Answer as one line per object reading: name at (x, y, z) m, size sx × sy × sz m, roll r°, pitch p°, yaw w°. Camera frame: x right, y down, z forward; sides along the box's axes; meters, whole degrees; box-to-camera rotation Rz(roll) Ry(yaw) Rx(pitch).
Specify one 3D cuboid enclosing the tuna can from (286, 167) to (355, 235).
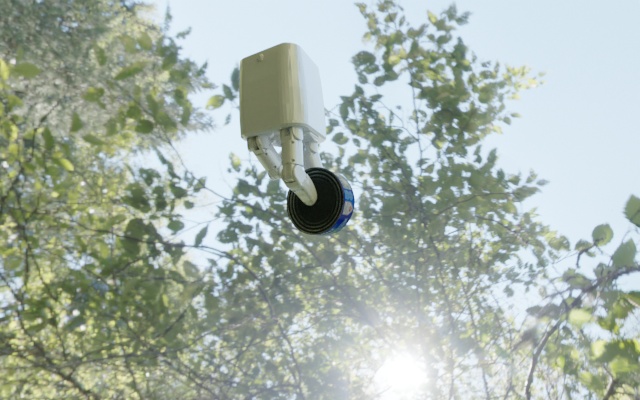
tuna can at (0.000, 0.002, 0.613) m, size 0.086 × 0.086 × 0.034 m, roll 0°, pitch -6°, yaw 32°
